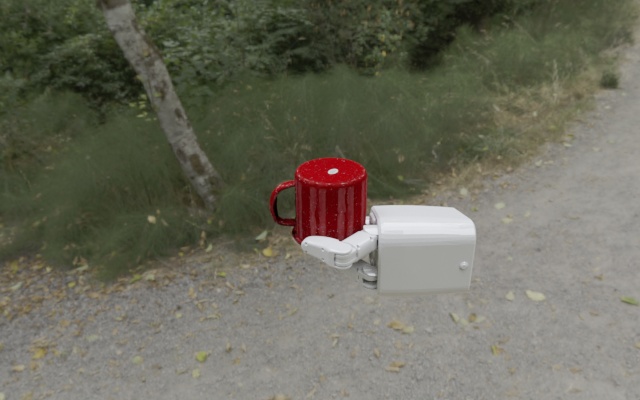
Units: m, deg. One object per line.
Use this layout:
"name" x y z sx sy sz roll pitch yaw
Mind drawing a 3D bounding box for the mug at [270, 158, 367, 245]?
"mug" -0.001 0.002 0.549 0.117 0.081 0.093 -1 26 -1
